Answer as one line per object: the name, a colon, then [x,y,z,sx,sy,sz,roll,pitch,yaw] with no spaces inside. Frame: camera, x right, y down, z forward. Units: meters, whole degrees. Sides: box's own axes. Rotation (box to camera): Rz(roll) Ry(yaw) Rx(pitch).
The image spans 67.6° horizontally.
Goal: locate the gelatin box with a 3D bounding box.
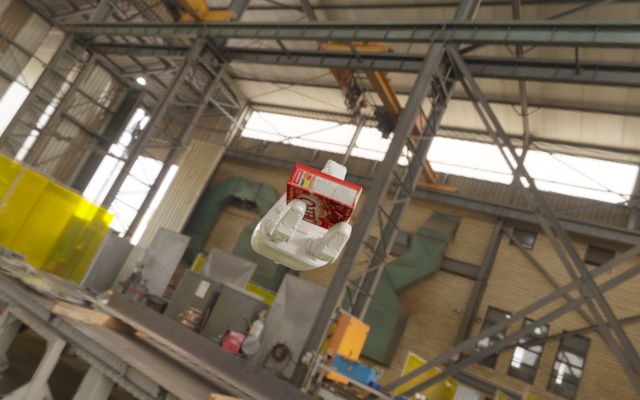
gelatin box: [0.000,0.001,0.520,0.073,0.030,0.089,21,-23,3]
